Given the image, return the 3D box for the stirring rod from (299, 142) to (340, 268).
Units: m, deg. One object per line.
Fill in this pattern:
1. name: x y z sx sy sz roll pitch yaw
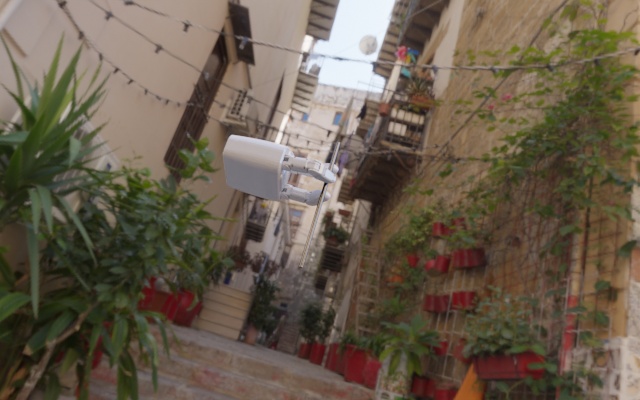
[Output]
1. stirring rod: 0.000 0.003 0.834 0.011 0.239 0.011 15 -20 6
